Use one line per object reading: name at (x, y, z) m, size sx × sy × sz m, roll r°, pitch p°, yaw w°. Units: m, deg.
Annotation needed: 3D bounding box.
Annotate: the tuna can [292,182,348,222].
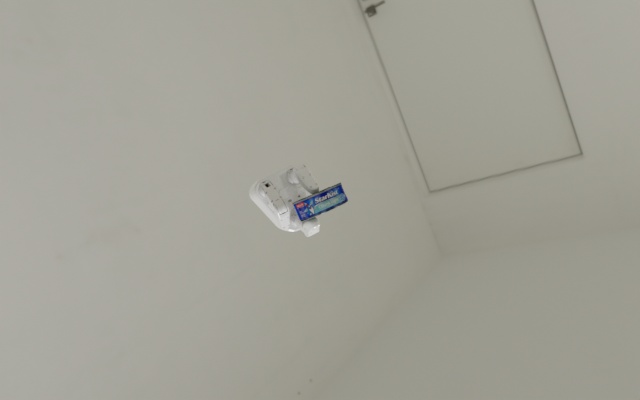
tuna can at (0.000, 0.003, 0.767) m, size 0.086 × 0.034 × 0.086 m, roll -23°, pitch 1°, yaw 1°
